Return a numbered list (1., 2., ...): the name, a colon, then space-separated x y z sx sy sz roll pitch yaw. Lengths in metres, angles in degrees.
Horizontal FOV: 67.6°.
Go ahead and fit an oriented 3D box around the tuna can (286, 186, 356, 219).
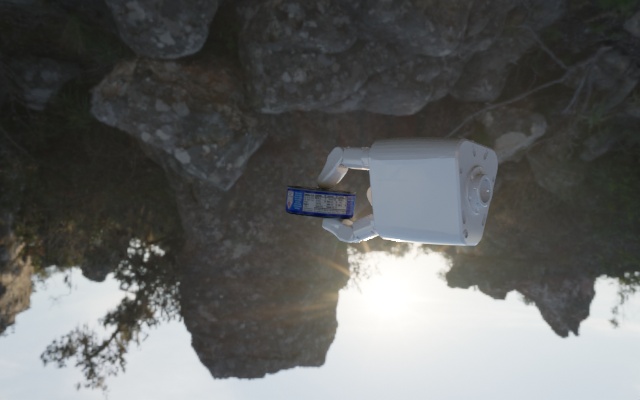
1. tuna can: 0.000 0.002 0.590 0.086 0.034 0.086 5 2 0
